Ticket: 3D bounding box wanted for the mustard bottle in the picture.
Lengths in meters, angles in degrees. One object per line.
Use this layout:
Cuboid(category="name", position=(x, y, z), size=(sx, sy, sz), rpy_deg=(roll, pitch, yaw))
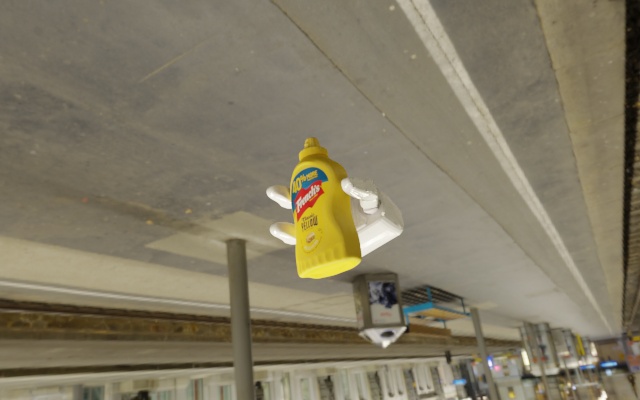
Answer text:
Cuboid(category="mustard bottle", position=(0.000, 0.002, 0.645), size=(0.058, 0.191, 0.096), rpy_deg=(10, -27, -38))
